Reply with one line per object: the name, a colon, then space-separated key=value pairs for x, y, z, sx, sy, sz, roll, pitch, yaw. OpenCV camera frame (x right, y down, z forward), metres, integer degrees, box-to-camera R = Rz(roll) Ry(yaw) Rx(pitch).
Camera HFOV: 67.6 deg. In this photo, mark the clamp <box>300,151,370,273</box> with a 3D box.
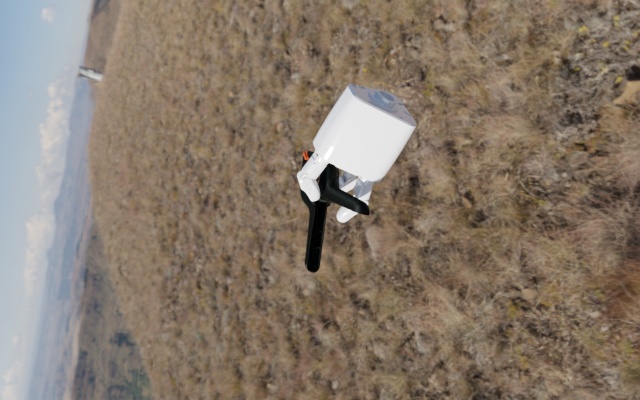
clamp: x=-0.001 y=0.002 z=0.790 sx=0.036 sy=0.165 sz=0.209 roll=14 pitch=36 yaw=-32
